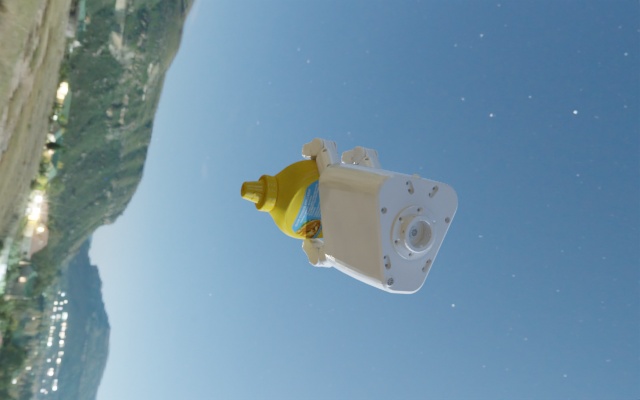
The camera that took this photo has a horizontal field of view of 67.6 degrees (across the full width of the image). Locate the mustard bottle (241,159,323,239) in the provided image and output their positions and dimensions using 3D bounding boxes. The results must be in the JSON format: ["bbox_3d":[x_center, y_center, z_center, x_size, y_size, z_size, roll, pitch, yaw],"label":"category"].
[{"bbox_3d":[0.000,0.002,0.562,0.191,0.096,0.058,9,29,-27],"label":"mustard bottle"}]
